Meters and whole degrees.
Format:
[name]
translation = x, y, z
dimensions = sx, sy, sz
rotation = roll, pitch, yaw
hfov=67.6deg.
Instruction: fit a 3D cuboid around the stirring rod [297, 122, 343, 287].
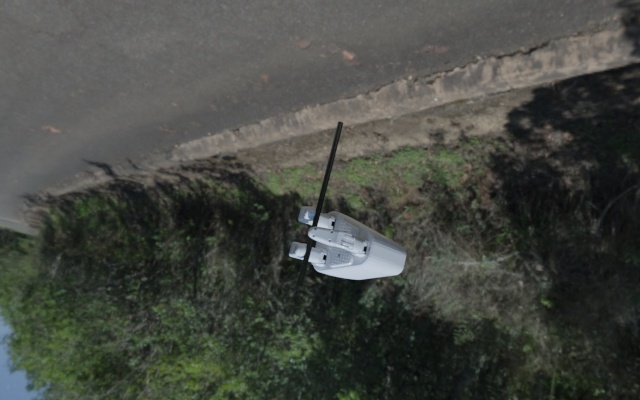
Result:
[stirring rod]
translation = 0.000, 0.002, 0.674
dimensions = 0.011, 0.239, 0.011
rotation = 14, -9, 2
